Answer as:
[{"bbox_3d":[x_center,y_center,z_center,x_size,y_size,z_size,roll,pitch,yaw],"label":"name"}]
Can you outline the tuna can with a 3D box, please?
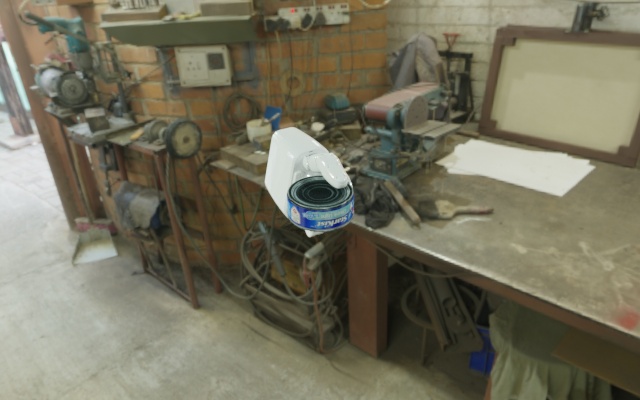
[{"bbox_3d":[0.000,0.002,0.604,0.086,0.034,0.086,-1,31,0],"label":"tuna can"}]
